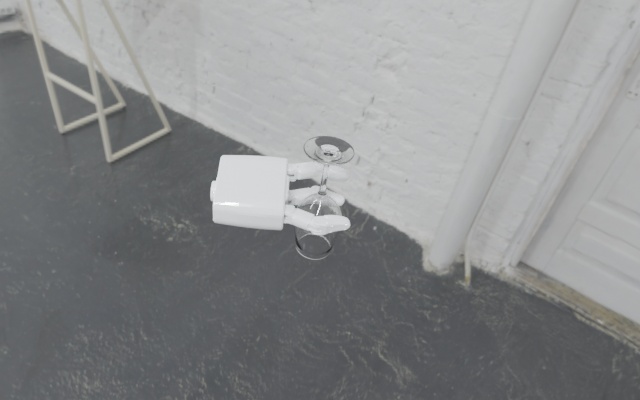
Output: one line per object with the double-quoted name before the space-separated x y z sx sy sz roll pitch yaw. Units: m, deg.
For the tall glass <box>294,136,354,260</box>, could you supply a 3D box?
"tall glass" 0.000 0.002 0.750 0.079 0.201 0.079 5 39 -4
